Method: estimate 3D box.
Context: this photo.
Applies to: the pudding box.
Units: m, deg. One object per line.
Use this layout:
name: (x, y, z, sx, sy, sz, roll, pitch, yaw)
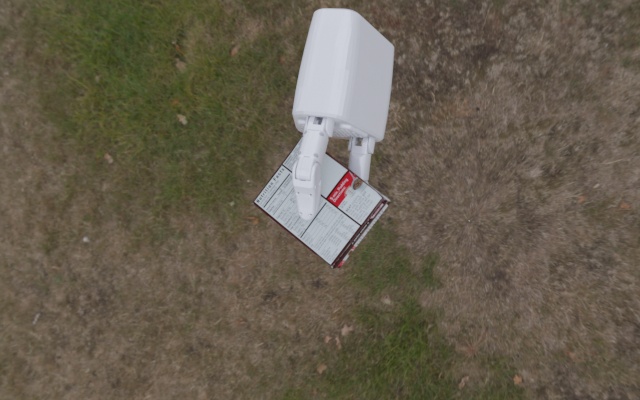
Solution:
pudding box: (0.000, 0.002, 0.490, 0.113, 0.090, 0.039, 38, 4, 18)
